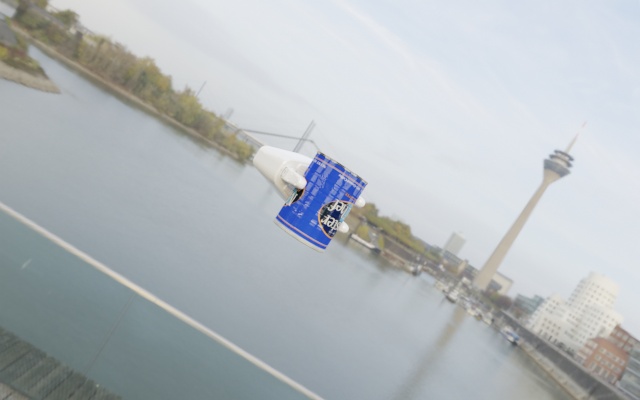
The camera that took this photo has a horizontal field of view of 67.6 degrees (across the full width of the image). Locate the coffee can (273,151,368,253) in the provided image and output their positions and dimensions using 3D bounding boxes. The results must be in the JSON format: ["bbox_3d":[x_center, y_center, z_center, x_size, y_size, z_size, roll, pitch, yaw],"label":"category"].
[{"bbox_3d":[0.000,0.003,0.809,0.103,0.140,0.103,33,1,-1],"label":"coffee can"}]
